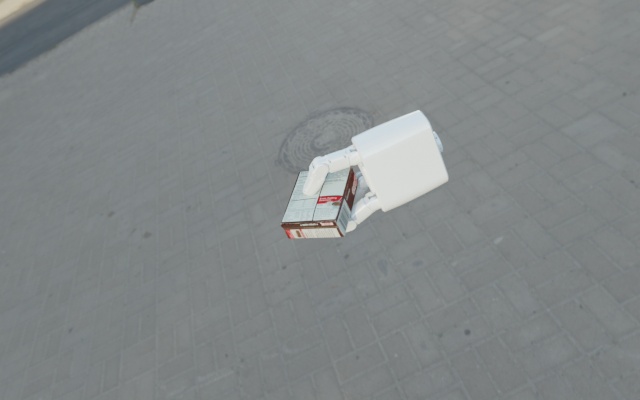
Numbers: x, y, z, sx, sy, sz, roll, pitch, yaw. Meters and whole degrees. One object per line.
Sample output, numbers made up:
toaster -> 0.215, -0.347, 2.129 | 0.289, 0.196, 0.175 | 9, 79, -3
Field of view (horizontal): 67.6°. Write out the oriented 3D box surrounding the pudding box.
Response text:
pudding box -> 0.000, 0.002, 0.705 | 0.090, 0.113, 0.039 | -4, -46, 24
